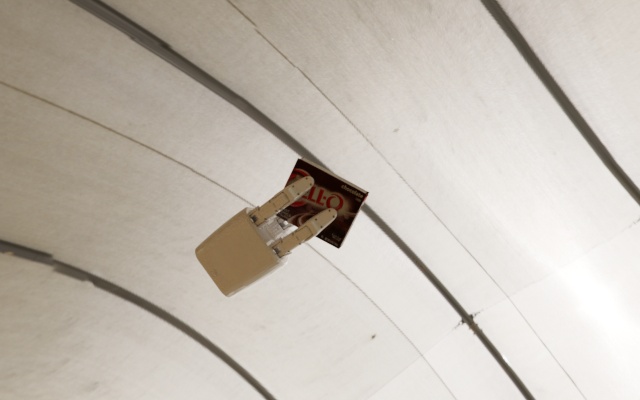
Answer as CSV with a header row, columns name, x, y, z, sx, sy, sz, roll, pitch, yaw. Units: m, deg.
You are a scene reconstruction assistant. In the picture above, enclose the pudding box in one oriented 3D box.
name,x,y,z,sx,sy,sz,roll,pitch,yaw
pudding box,0.000,0.002,0.684,0.113,0.090,0.039,27,14,5
